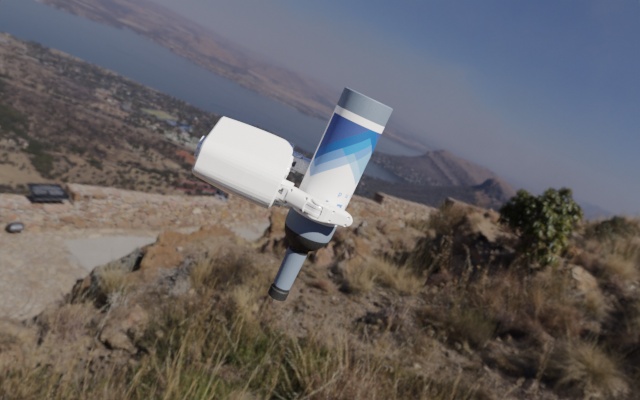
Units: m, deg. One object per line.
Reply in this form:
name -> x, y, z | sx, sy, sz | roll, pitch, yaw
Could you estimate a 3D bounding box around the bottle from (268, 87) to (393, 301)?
bottle -> 0.000, 0.002, 0.629 | 0.069, 0.296, 0.069 | 24, 13, -6
